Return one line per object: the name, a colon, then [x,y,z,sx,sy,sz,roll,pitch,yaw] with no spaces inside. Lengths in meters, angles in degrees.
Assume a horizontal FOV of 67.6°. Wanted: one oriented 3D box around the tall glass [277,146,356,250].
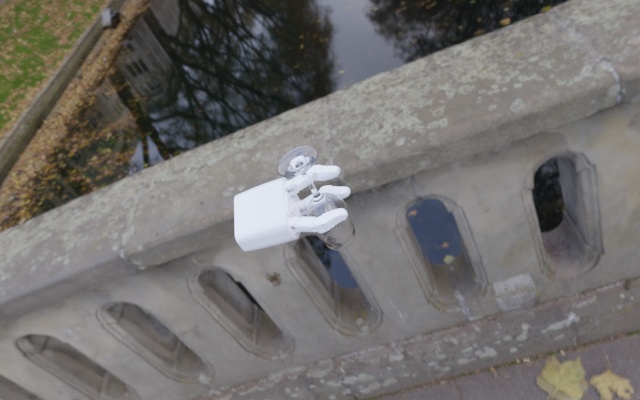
tall glass: [0.000,0.002,0.843,0.079,0.079,0.201,0,-42,32]
